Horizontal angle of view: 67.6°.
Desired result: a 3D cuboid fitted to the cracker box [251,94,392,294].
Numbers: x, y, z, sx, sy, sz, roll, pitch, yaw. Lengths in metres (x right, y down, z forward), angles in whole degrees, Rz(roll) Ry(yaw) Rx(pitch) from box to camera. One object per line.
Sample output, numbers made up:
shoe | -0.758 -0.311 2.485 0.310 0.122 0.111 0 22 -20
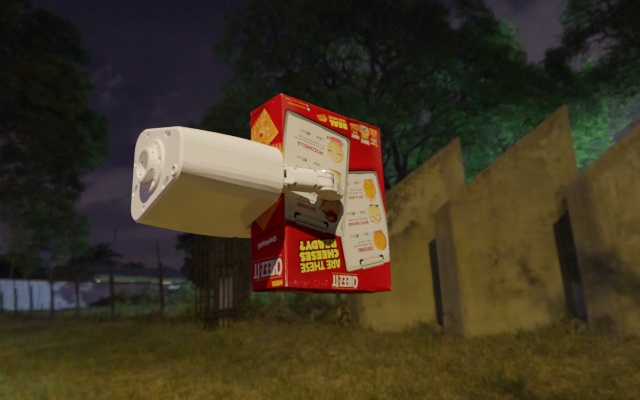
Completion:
cracker box | 0.000 0.002 0.569 0.164 0.213 0.072 11 -20 -40
